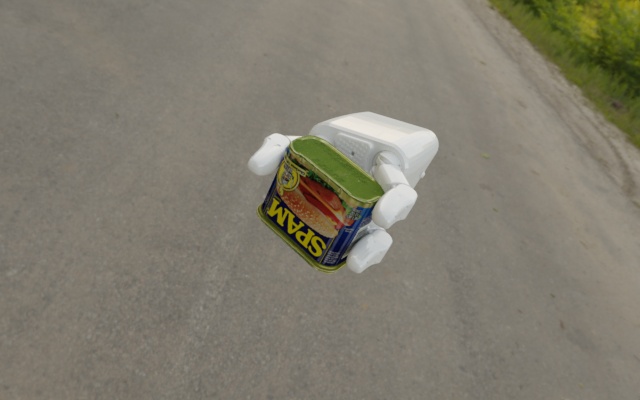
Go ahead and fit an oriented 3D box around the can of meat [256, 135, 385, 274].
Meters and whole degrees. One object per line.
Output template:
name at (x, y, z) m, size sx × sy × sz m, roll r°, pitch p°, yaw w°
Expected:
can of meat at (0.000, 0.001, 0.441) m, size 0.102 × 0.084 × 0.057 m, roll 40°, pitch 34°, yaw 19°
